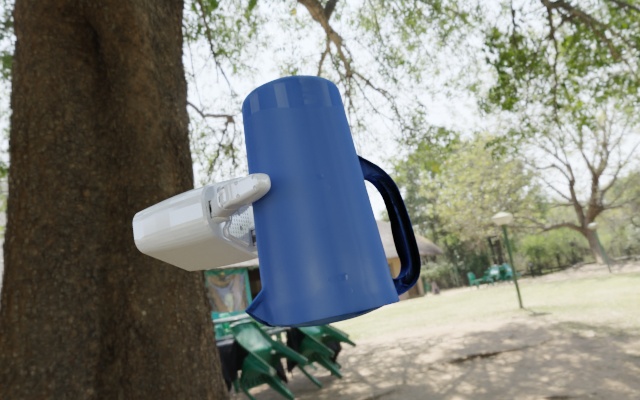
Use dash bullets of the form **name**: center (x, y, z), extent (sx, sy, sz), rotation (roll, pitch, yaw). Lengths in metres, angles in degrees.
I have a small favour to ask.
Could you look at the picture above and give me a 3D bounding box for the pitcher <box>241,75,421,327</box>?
- **pitcher**: center (0.000, 0.002, 0.493), extent (0.145, 0.242, 0.149), rotation (-17, -13, 25)
